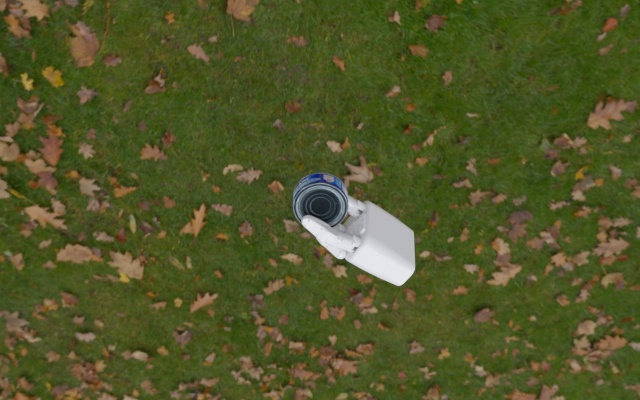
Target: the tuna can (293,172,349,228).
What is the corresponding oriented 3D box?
[{"bbox_3d":[0.000,0.003,0.729,0.086,0.086,0.033,0,30,1],"label":"tuna can"}]
